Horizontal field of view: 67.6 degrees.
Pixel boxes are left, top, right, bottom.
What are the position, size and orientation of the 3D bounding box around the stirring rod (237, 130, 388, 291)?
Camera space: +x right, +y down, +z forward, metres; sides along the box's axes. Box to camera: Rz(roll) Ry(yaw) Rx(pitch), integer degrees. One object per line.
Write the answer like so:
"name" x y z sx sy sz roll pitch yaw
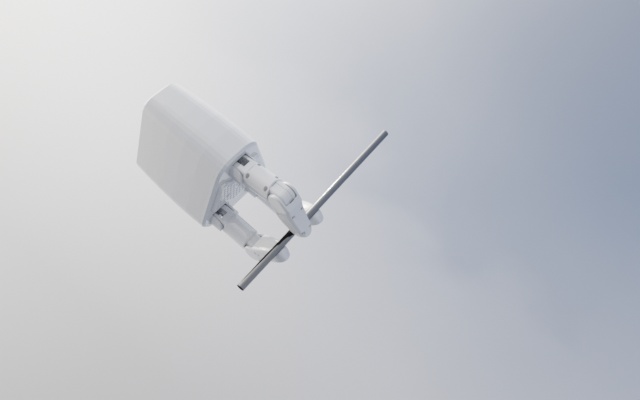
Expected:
"stirring rod" 0.000 0.002 0.491 0.239 0.011 0.011 -47 25 -26
